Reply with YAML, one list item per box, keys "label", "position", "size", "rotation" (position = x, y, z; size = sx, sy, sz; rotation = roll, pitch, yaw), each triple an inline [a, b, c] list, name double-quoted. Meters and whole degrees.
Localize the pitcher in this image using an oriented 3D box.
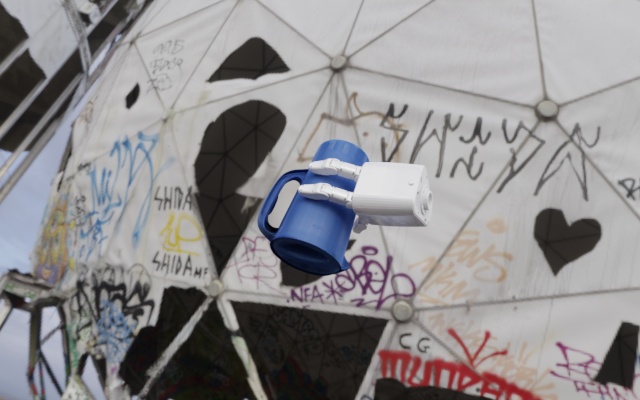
- label: "pitcher"
  position: [0.000, 0.003, 0.884]
  size: [0.145, 0.242, 0.149]
  rotation: [3, -34, 29]
